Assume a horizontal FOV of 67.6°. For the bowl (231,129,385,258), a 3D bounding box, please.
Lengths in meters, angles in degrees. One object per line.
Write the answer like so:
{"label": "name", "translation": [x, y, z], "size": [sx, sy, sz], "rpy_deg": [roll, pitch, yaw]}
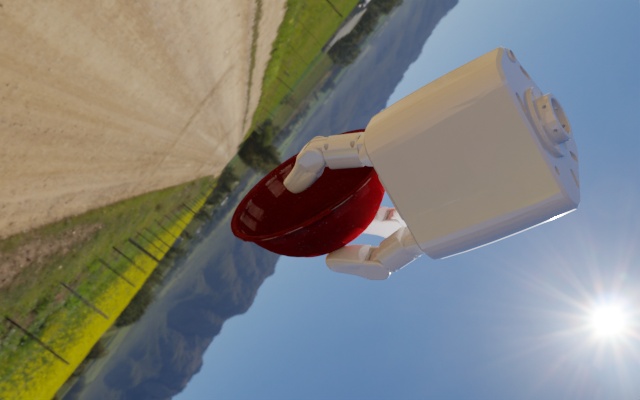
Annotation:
{"label": "bowl", "translation": [-0.001, 0.002, 0.439], "size": [0.162, 0.055, 0.162], "rpy_deg": [-26, 25, 13]}
